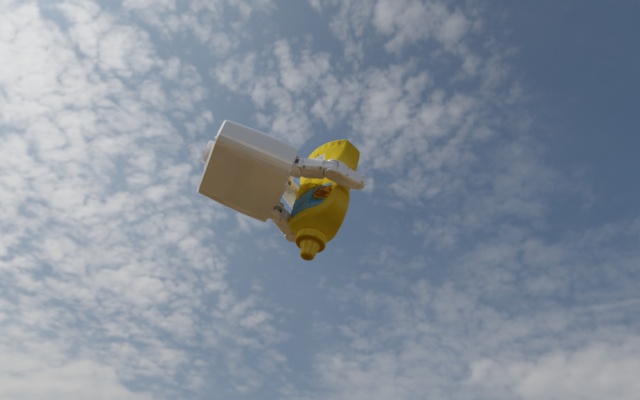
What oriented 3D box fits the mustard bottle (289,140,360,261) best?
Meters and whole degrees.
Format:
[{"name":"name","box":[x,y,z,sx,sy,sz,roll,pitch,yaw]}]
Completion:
[{"name":"mustard bottle","box":[0.000,0.002,0.673,0.096,0.191,0.058,-26,-55,37]}]
